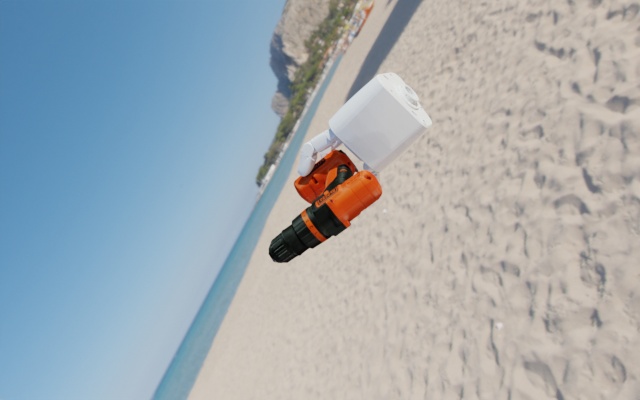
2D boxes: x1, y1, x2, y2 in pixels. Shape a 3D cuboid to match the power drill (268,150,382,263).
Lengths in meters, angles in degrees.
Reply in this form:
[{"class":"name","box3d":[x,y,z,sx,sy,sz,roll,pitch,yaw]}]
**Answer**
[{"class":"power drill","box3d":[0.000,0.002,0.721,0.184,0.057,0.187,-35,21,10]}]
